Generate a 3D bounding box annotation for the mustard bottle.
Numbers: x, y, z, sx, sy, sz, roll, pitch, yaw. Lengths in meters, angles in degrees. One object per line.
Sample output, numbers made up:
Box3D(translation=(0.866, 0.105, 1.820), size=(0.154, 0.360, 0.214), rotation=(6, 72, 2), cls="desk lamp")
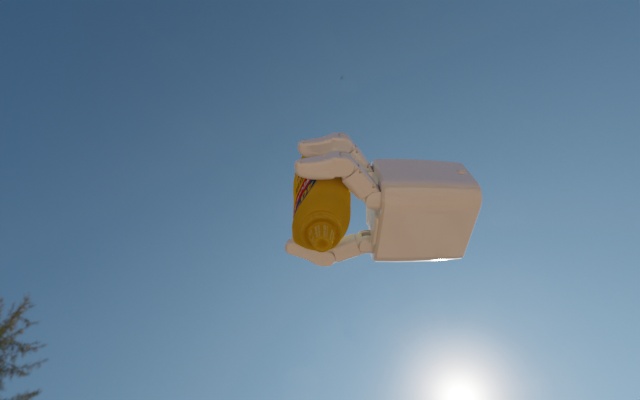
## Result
Box3D(translation=(0.000, 0.002, 0.541), size=(0.058, 0.096, 0.191), rotation=(22, 23, -12), cls="mustard bottle")
